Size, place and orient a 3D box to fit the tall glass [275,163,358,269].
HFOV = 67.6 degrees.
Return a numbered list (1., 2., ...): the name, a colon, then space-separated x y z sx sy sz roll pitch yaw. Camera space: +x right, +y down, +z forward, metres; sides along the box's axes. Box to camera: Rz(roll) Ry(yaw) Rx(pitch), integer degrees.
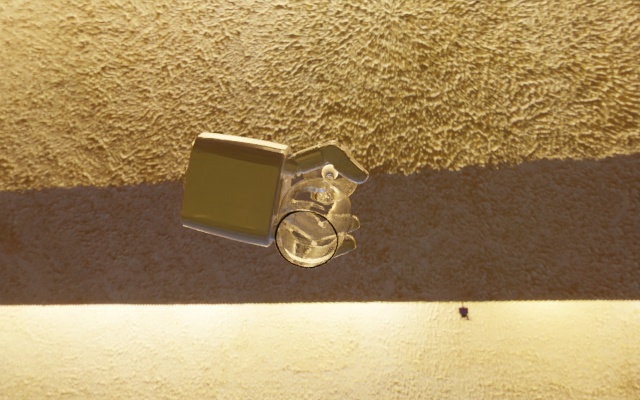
1. tall glass: 0.000 0.001 0.542 0.079 0.079 0.201 0 21 8
